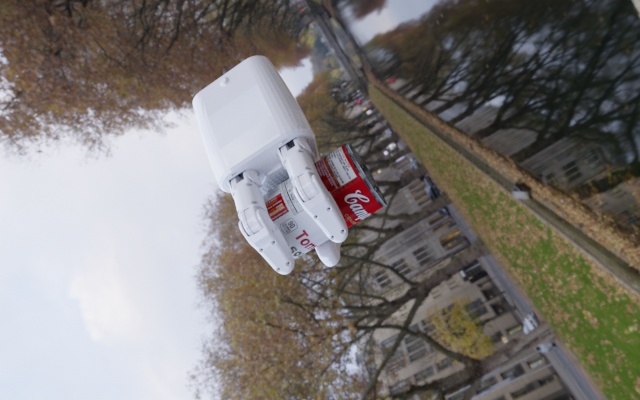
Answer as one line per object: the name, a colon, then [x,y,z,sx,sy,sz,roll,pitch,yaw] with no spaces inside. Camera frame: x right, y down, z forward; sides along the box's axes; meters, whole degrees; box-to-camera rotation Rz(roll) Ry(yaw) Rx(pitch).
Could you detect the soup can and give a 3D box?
soup can: [0.000,0.002,0.439,0.102,0.068,0.068,-32,-6,10]
